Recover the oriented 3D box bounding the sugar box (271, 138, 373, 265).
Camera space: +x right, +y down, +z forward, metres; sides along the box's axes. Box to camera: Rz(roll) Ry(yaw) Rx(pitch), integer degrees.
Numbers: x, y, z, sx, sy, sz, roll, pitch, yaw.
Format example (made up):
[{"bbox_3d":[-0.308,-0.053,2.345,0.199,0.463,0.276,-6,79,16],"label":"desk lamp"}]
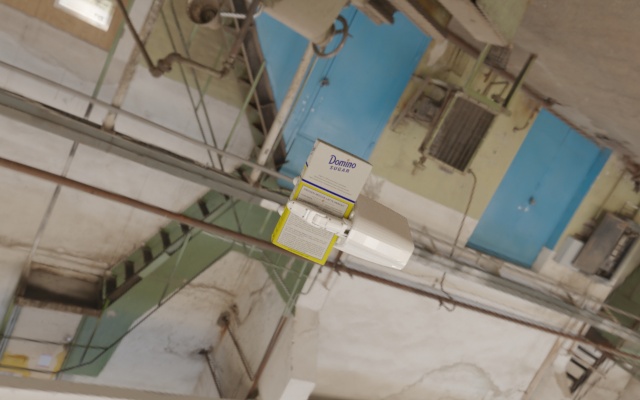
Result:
[{"bbox_3d":[0.000,0.002,0.744,0.093,0.176,0.048,24,10,-12],"label":"sugar box"}]
